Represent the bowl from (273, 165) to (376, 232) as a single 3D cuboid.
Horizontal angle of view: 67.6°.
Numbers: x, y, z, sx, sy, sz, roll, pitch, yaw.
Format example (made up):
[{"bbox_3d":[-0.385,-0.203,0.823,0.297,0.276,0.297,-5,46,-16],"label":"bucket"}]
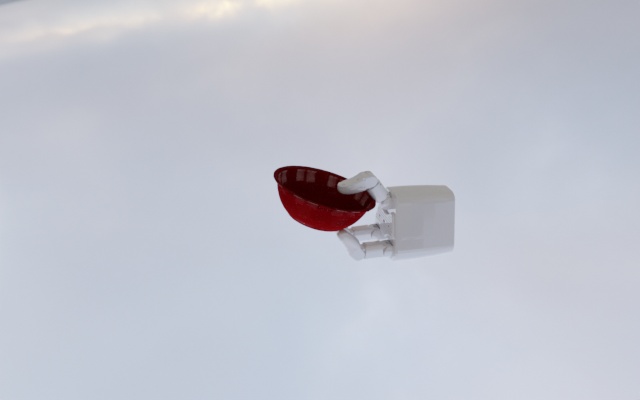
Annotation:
[{"bbox_3d":[-0.001,0.002,0.731,0.162,0.055,0.162,16,21,-6],"label":"bowl"}]
